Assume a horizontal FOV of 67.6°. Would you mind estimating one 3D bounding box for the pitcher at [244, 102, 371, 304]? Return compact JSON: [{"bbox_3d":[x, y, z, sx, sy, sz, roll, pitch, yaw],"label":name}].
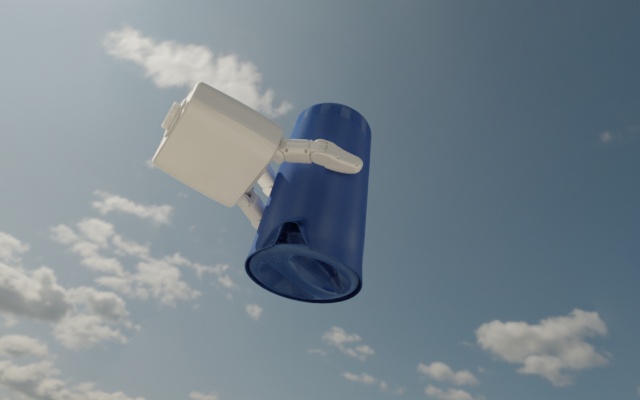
[{"bbox_3d":[0.000,0.002,0.606,0.145,0.242,0.149,28,-39,-21],"label":"pitcher"}]
